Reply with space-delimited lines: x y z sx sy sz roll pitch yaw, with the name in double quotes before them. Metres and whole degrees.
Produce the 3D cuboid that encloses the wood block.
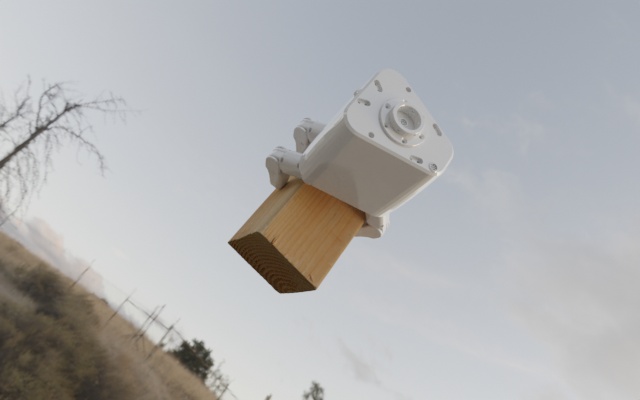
"wood block" 0.001 0.002 0.568 0.206 0.091 0.090 -51 16 -31
